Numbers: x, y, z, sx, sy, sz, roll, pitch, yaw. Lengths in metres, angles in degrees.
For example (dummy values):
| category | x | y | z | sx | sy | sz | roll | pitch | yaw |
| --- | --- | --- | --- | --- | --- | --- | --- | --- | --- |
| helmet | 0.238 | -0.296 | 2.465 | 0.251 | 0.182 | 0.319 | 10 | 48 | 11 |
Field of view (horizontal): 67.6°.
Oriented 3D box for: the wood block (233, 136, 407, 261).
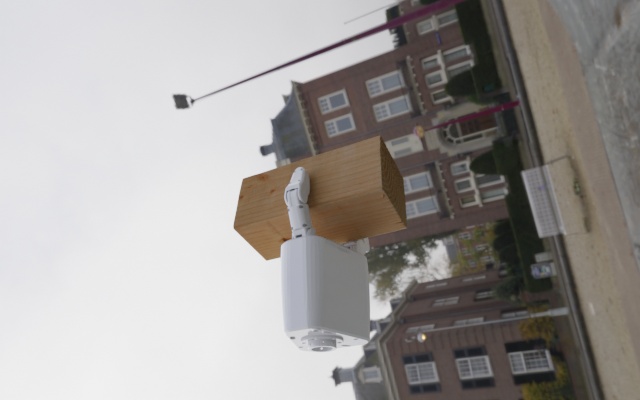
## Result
| category | x | y | z | sx | sy | sz | roll | pitch | yaw |
| --- | --- | --- | --- | --- | --- | --- | --- | --- | --- |
| wood block | 0.000 | 0.002 | 0.632 | 0.206 | 0.090 | 0.091 | -15 | -43 | 22 |
